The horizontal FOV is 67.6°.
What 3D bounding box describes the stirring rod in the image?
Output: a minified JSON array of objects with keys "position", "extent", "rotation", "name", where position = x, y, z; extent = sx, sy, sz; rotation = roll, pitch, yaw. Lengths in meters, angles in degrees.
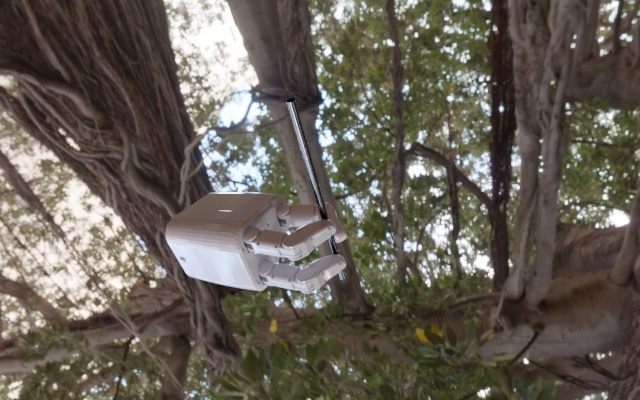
[{"position":[0.000,0.002,0.500],"extent":[0.011,0.240,0.011],"rotation":[-10,39,8],"name":"stirring rod"}]
